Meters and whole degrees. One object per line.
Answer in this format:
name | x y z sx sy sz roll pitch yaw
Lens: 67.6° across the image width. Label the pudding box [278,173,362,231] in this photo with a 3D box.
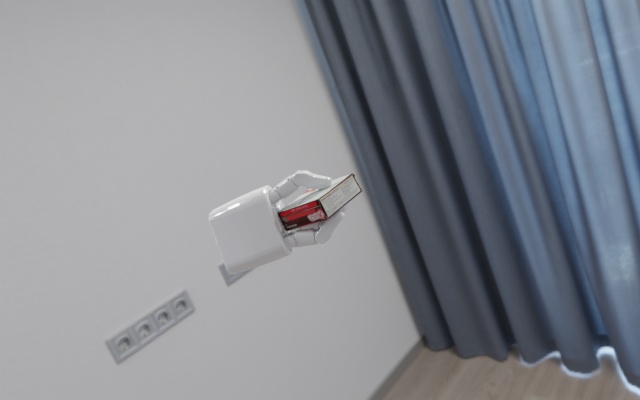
pudding box | 0.000 0.002 0.755 0.090 0.039 0.113 -17 15 39
